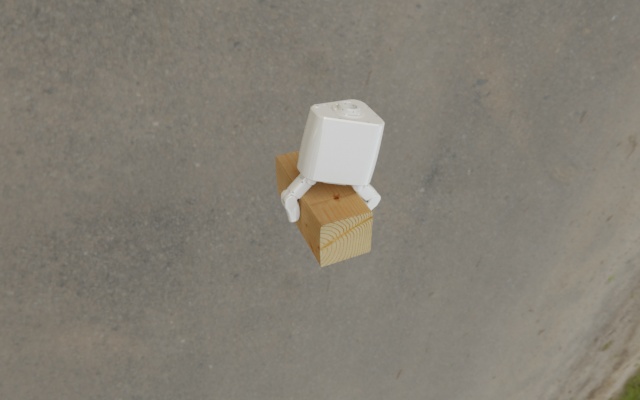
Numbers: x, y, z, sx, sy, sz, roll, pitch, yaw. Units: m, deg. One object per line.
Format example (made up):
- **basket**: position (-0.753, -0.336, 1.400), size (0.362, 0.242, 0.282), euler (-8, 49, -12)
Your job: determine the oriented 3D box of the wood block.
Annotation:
- **wood block**: position (0.000, 0.003, 0.815), size (0.091, 0.090, 0.206), euler (-15, 41, -17)
